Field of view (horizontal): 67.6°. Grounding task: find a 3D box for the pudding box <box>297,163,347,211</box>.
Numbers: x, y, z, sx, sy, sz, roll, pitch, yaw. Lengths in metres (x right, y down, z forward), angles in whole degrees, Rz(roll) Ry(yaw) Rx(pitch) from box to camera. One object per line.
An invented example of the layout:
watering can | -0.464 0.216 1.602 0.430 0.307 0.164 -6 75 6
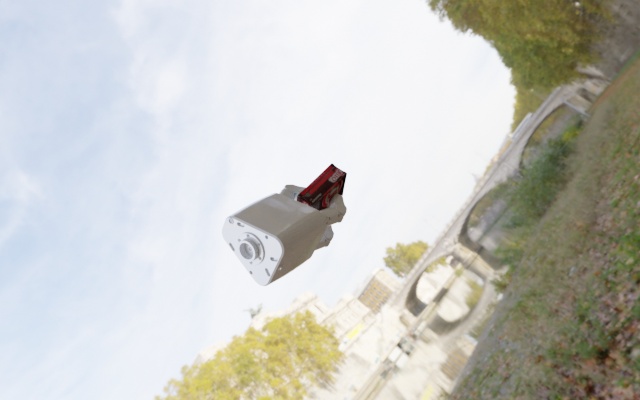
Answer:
pudding box | 0.000 0.003 0.812 0.039 0.090 0.114 38 -27 16
